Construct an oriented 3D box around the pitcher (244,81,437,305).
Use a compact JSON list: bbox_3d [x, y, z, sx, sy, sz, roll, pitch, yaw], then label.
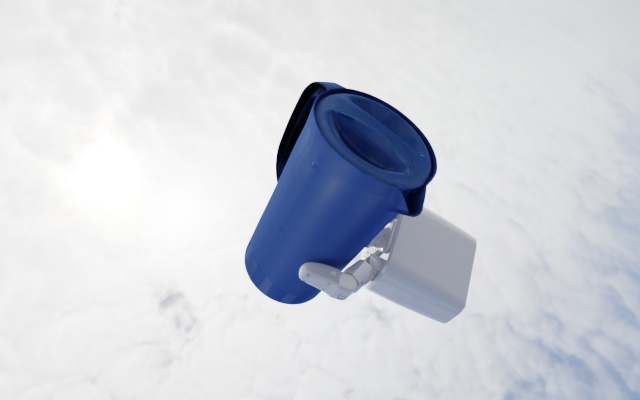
[{"bbox_3d":[0.000,0.002,0.525,0.145,0.149,0.243,27,-49,-9],"label":"pitcher"}]
